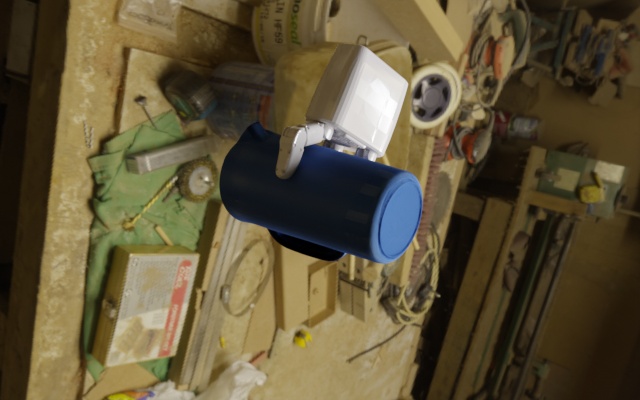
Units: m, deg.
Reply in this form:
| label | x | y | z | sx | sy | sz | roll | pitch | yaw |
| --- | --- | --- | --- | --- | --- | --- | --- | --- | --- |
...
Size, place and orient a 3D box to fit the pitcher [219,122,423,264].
| label | x | y | z | sx | sy | sz | roll | pitch | yaw |
| --- | --- | --- | --- | --- | --- | --- | --- | --- | --- |
| pitcher | 0.000 | 0.002 | 0.605 | 0.243 | 0.145 | 0.149 | 18 | -6 | 37 |
